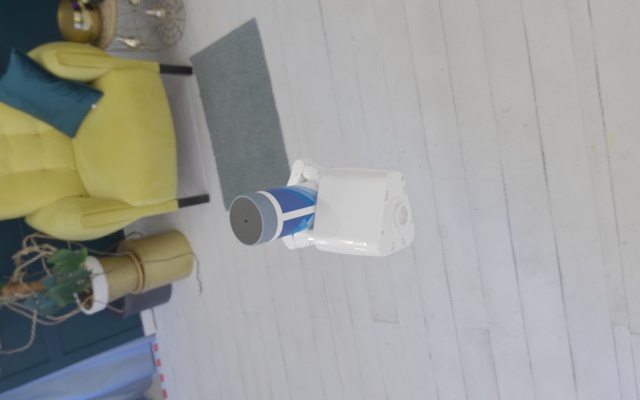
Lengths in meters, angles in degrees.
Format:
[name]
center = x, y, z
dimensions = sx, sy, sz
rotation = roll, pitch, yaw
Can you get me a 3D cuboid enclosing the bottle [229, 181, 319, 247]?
[bottle]
center = 0.000, 0.002, 0.711
dimensions = 0.069, 0.069, 0.295
rotation = 0, 9, 41
